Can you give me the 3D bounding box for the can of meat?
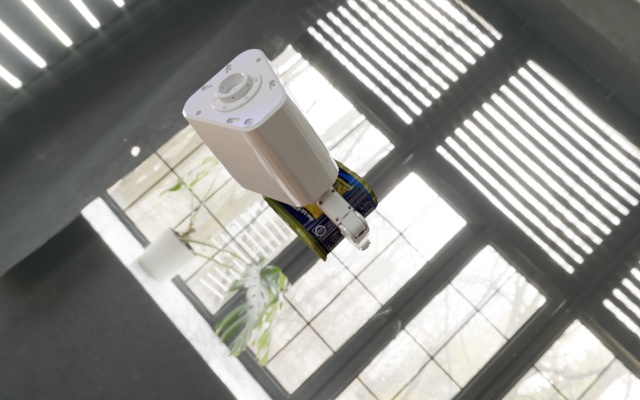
[{"bbox_3d":[0.000,0.002,0.509,0.102,0.084,0.057,40,-10,45],"label":"can of meat"}]
